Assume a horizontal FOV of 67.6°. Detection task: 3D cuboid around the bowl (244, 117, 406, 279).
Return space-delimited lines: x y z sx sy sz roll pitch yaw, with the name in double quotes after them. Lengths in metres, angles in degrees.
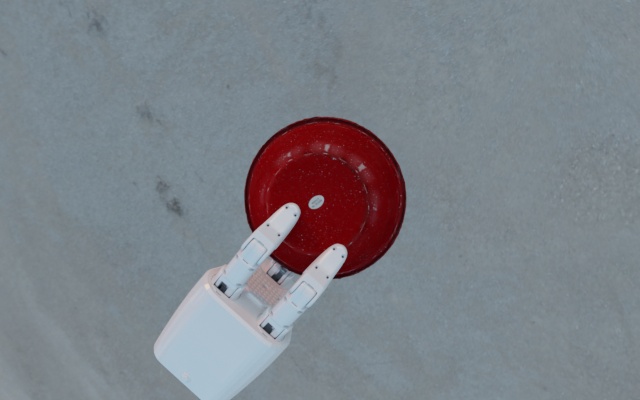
0.001 0.000 0.446 0.162 0.162 0.055 0 6 7 "bowl"
